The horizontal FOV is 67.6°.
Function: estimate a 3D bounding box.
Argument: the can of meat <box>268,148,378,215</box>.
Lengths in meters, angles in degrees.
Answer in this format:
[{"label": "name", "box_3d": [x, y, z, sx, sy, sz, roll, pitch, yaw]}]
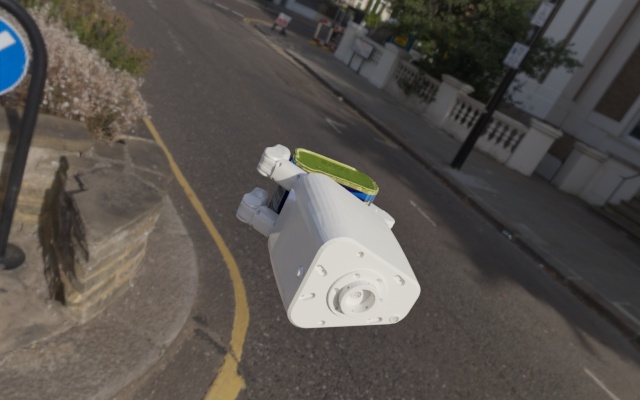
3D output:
[{"label": "can of meat", "box_3d": [0.000, 0.001, 0.512, 0.102, 0.084, 0.057, 19, 23, -18]}]
